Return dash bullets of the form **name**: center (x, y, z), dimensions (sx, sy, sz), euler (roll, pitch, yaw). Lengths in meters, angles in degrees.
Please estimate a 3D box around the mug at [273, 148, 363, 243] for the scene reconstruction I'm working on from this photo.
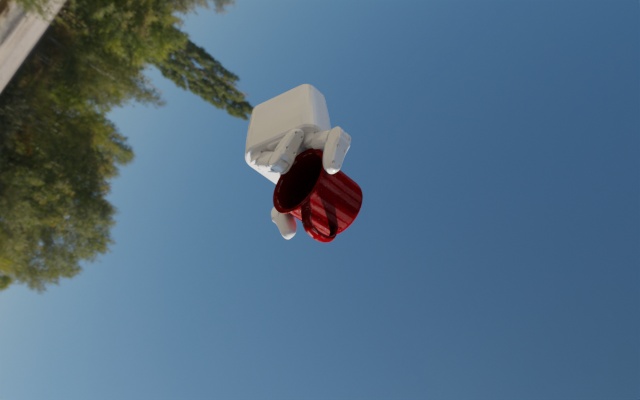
- **mug**: center (0.000, 0.003, 0.603), dimensions (0.093, 0.117, 0.081), euler (-34, -51, 29)
